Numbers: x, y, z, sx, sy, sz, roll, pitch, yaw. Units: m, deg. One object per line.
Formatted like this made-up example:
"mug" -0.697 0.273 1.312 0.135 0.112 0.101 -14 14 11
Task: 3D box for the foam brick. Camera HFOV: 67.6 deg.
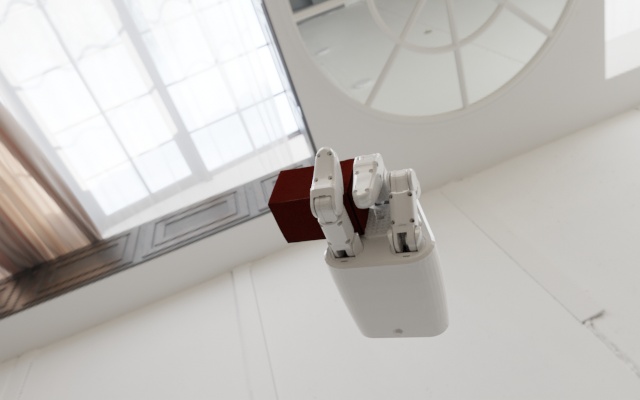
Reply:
"foam brick" 0.000 0.001 0.442 0.078 0.051 0.053 -7 38 21
